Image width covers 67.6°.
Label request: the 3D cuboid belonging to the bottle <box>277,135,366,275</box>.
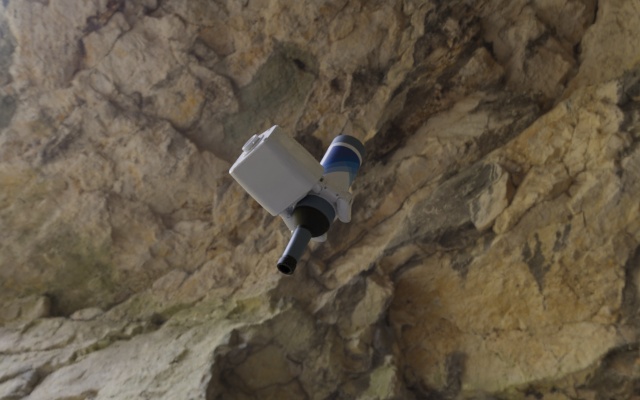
[{"bbox_3d":[0.000,0.002,0.799,0.069,0.069,0.295,0,42,29],"label":"bottle"}]
